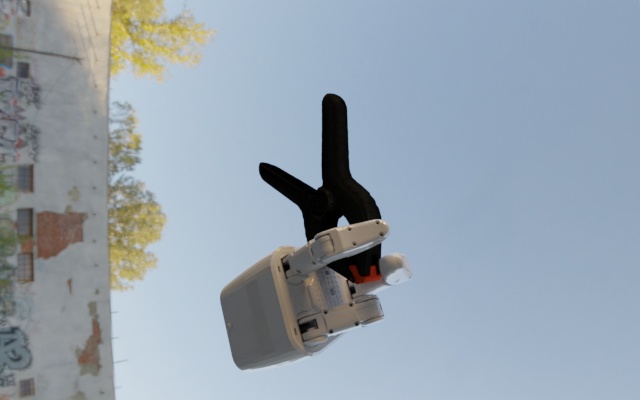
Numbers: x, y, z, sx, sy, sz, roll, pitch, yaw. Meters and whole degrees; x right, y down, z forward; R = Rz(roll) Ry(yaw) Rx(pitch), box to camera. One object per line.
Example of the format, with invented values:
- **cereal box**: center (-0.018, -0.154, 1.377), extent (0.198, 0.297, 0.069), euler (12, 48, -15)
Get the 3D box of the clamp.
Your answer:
- **clamp**: center (0.001, 0.002, 0.443), extent (0.039, 0.171, 0.120), euler (0, -25, -42)
